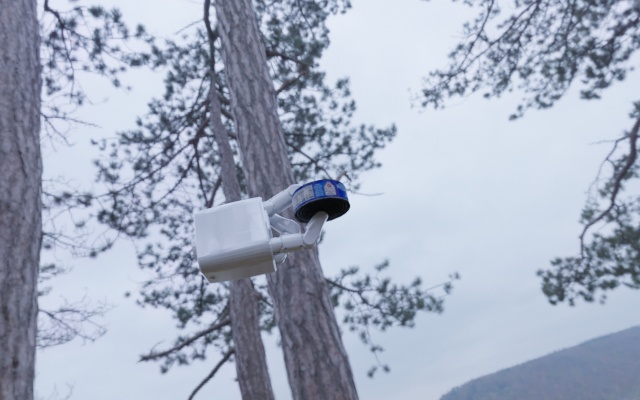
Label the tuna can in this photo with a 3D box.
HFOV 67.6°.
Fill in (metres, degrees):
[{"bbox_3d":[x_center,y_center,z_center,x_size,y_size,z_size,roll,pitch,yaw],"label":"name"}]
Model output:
[{"bbox_3d":[0.000,0.002,0.721,0.086,0.033,0.086,-10,-26,-5],"label":"tuna can"}]
